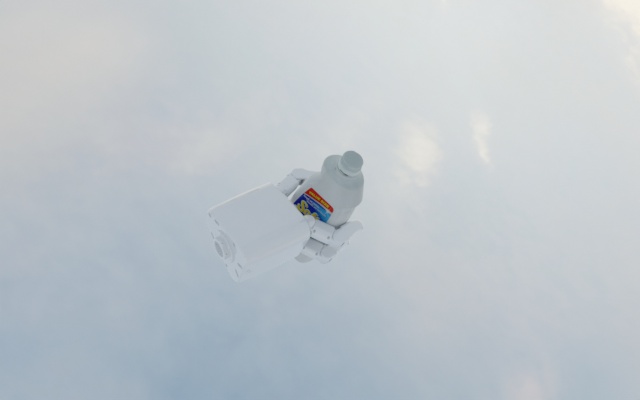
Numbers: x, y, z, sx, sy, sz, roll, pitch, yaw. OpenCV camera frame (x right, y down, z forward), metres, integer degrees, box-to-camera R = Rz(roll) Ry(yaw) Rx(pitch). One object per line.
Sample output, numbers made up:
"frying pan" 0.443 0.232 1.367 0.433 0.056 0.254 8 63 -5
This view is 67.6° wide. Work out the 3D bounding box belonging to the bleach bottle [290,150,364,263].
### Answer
"bleach bottle" 0.000 0.002 0.722 0.068 0.102 0.251 -26 -18 -31
